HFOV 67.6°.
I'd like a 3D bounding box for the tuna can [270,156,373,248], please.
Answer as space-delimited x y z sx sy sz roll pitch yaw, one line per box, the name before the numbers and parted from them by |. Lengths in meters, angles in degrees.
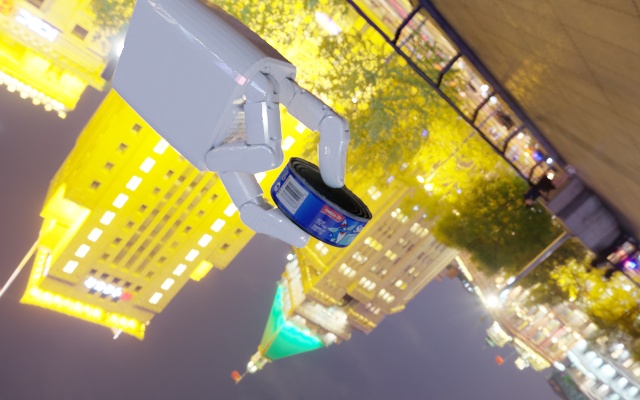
tuna can | 0.000 0.002 0.406 0.086 0.034 0.086 34 15 -10
